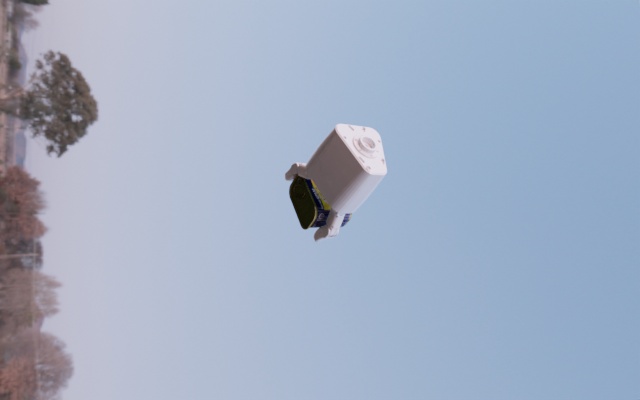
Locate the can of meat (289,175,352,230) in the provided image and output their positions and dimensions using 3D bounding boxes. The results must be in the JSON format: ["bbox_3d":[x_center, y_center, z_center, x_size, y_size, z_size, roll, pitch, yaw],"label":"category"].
[{"bbox_3d":[0.000,0.003,0.881,0.084,0.102,0.057,1,-40,-33],"label":"can of meat"}]
